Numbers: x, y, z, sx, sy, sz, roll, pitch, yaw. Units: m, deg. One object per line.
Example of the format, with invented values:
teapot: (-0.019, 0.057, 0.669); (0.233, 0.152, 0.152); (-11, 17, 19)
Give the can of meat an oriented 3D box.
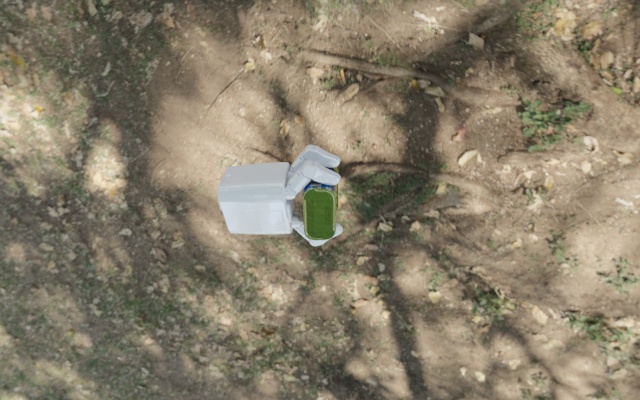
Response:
can of meat: (0.000, 0.003, 0.776); (0.057, 0.102, 0.084); (0, 31, 3)
